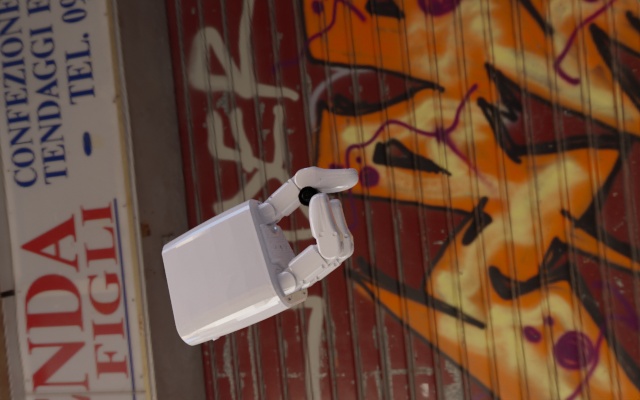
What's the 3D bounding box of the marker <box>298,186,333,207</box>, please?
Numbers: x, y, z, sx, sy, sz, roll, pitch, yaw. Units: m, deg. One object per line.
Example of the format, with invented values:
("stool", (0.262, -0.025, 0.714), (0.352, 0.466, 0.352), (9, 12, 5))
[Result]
("marker", (0.000, 0.002, 0.494), (0.020, 0.020, 0.121), (0, -6, 12))
